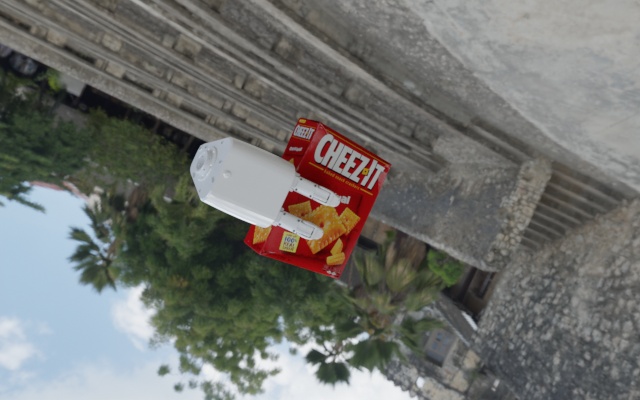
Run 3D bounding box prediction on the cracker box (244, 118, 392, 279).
[{"bbox_3d":[0.000,0.003,0.758,0.164,0.213,0.072,25,1,-36],"label":"cracker box"}]
